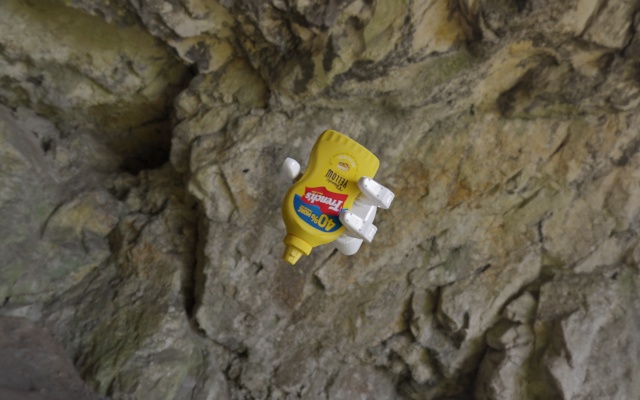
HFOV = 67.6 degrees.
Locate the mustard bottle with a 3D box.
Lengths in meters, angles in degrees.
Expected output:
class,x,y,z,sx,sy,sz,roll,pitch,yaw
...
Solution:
class,x,y,z,sx,sy,sz,roll,pitch,yaw
mustard bottle,0.000,0.002,0.672,0.096,0.191,0.058,32,-14,-10
